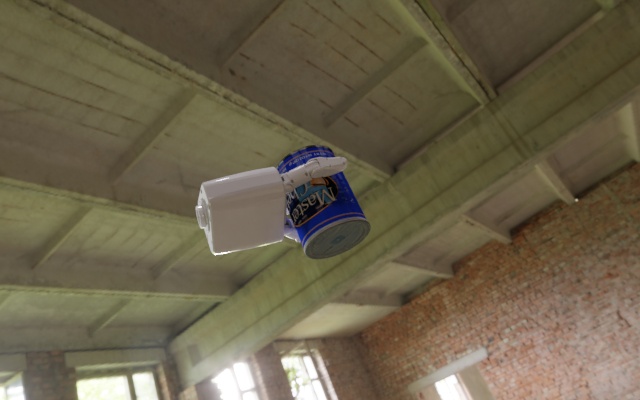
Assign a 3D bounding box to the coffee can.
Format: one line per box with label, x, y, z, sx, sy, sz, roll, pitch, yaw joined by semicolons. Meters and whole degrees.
coffee can;0.000;0.002;0.718;0.103;0.140;0.103;-19;-29;-11
